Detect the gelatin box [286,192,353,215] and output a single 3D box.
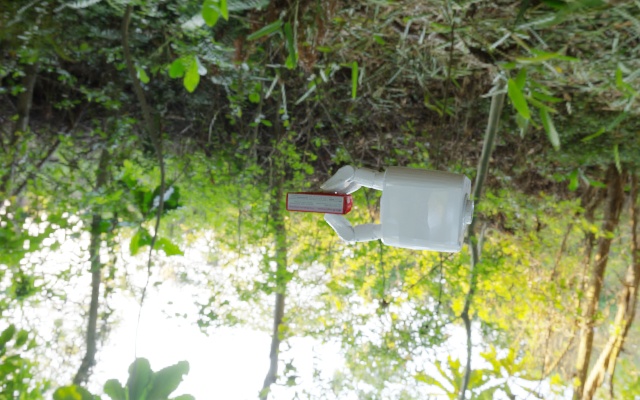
[{"bbox_3d":[0.000,0.003,0.710,0.089,0.030,0.073,3,2,10],"label":"gelatin box"}]
